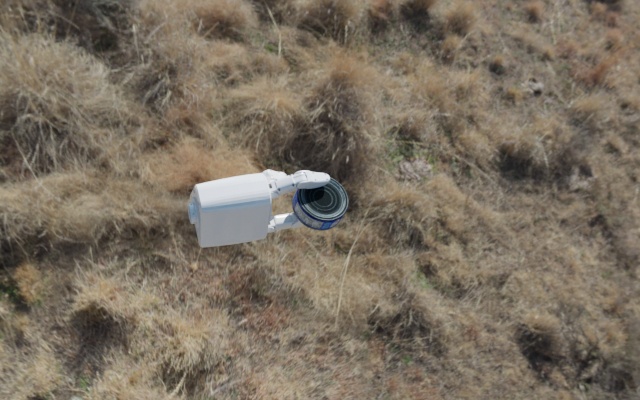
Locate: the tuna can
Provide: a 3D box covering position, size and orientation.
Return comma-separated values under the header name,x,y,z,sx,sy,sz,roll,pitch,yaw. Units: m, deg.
name,x,y,z,sx,sy,sz,roll,pitch,yaw
tuna can,0.000,0.002,0.760,0.086,0.086,0.034,0,-30,-20
